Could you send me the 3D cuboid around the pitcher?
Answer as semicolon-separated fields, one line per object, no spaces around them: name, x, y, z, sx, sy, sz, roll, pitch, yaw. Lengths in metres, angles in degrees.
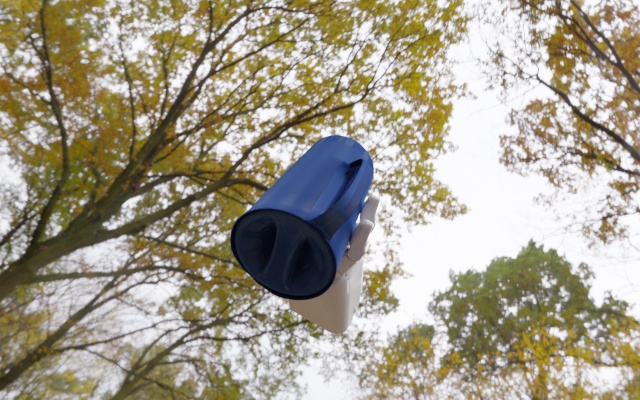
pitcher;0.000;0.002;0.636;0.149;0.145;0.242;9;35;18
